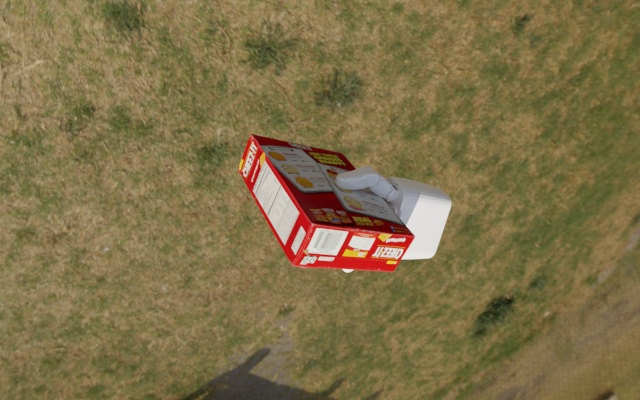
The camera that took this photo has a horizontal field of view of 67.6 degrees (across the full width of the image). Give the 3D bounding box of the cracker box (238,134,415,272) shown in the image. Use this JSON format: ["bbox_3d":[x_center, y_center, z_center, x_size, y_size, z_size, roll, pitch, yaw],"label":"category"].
[{"bbox_3d":[0.000,0.002,0.647,0.164,0.072,0.213,8,30,-35],"label":"cracker box"}]
